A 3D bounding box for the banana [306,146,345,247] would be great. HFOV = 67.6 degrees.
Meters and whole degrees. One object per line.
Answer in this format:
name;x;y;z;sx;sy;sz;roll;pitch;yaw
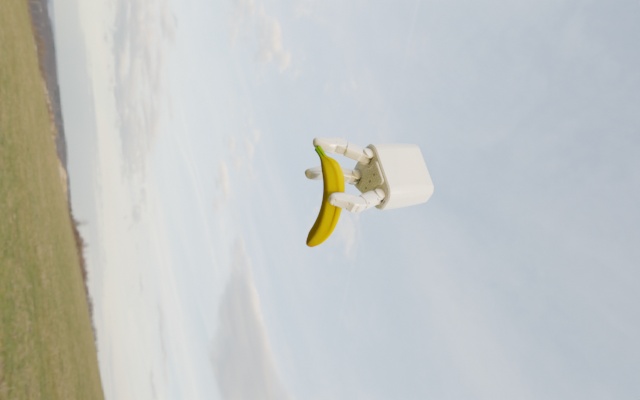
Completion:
banana;0.010;0.008;0.833;0.037;0.198;0.069;-8;29;-31
